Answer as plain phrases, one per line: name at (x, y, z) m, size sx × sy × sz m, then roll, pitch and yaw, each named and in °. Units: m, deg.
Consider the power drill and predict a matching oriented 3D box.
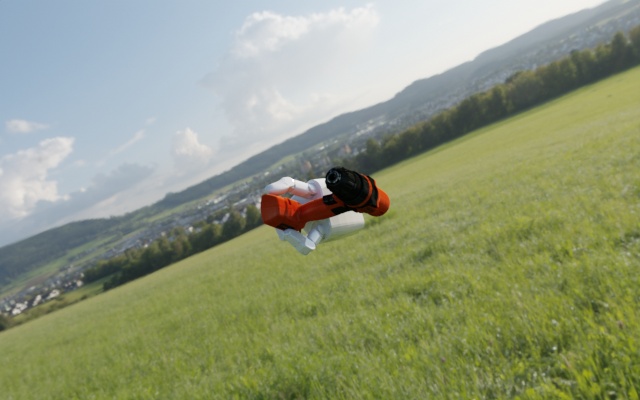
power drill at (0.000, 0.003, 0.767) m, size 0.187 × 0.057 × 0.184 m, roll -12°, pitch -20°, yaw 26°
